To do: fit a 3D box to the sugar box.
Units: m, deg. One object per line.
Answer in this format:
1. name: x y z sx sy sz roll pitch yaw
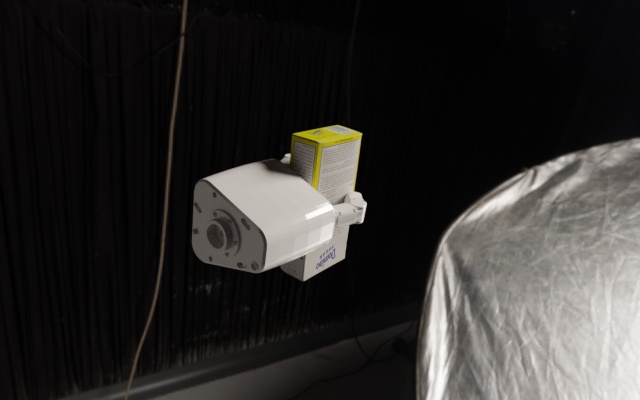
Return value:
1. sugar box: 0.000 0.002 0.587 0.048 0.176 0.093 24 27 31
